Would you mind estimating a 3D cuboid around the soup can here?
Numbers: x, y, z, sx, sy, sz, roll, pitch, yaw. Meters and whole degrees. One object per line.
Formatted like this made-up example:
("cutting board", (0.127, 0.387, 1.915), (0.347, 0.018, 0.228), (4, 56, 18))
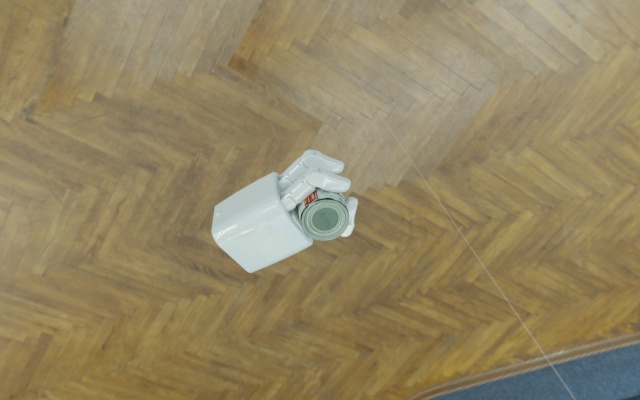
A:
("soup can", (0.001, 0.002, 0.671), (0.068, 0.068, 0.102), (0, 29, -8))
